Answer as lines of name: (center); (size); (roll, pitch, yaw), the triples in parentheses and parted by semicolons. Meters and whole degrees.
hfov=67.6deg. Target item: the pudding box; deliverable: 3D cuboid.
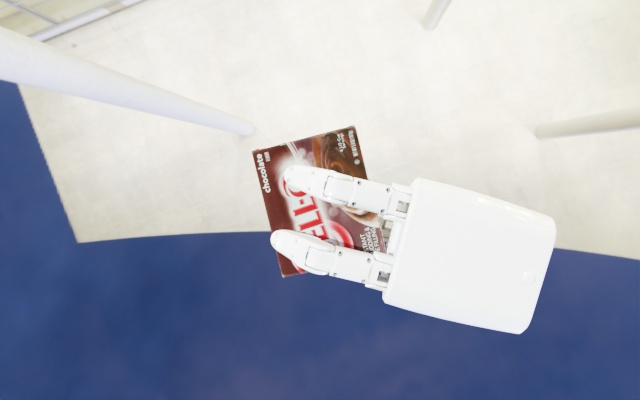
pudding box: (0.000, 0.001, 0.407); (0.090, 0.113, 0.039); (-13, 2, 9)
